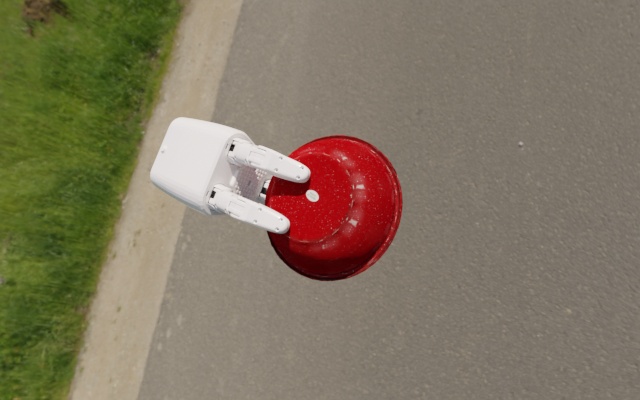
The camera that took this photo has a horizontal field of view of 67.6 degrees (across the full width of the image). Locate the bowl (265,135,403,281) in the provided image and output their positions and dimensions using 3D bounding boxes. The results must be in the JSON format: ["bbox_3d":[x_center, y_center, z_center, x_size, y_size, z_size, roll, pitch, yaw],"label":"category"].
[{"bbox_3d":[0.001,0.002,0.496,0.162,0.162,0.055,0,-11,23],"label":"bowl"}]
